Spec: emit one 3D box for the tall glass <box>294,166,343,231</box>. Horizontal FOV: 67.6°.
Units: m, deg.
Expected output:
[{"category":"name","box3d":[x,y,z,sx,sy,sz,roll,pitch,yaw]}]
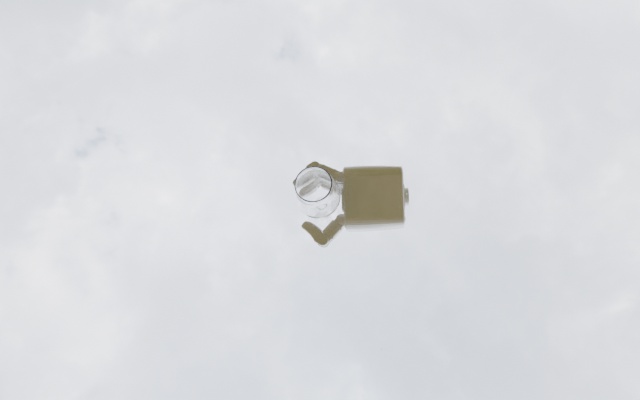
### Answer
[{"category":"tall glass","box3d":[0.000,0.003,0.856,0.079,0.079,0.201,0,-17,7]}]
